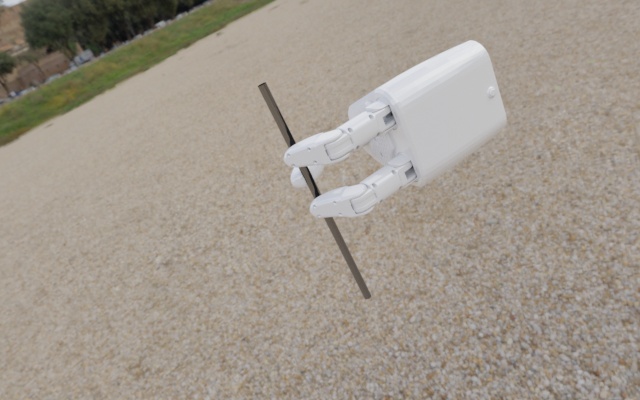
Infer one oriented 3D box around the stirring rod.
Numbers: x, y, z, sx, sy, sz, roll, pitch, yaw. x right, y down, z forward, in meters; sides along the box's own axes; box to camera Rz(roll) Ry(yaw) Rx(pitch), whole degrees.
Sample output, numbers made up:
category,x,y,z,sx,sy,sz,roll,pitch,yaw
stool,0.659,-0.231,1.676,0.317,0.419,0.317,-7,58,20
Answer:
category,x,y,z,sx,sy,sz,roll,pitch,yaw
stirring rod,0.000,0.001,0.448,0.011,0.240,0.011,-22,24,10
